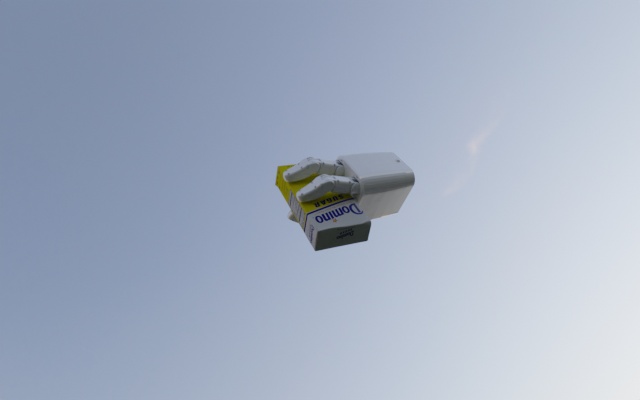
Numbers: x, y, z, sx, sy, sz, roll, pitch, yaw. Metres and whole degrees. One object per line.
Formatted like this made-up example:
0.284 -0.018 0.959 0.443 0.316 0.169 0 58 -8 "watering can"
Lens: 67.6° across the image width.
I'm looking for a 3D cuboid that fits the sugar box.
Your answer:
0.000 0.002 0.766 0.093 0.048 0.176 -9 37 -24 "sugar box"
